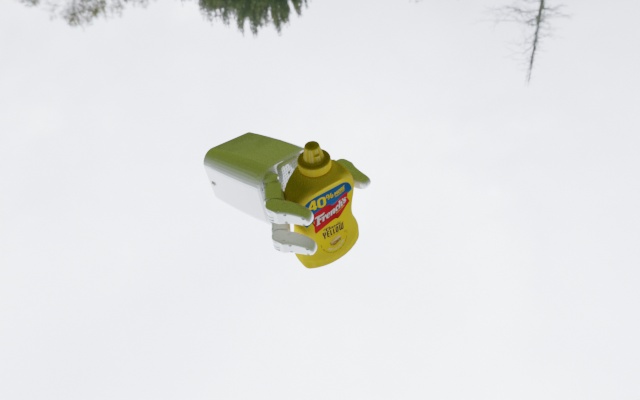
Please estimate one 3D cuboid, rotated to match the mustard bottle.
[{"bbox_3d":[0.000,0.002,0.622,0.096,0.192,0.058,-28,47,-18],"label":"mustard bottle"}]
